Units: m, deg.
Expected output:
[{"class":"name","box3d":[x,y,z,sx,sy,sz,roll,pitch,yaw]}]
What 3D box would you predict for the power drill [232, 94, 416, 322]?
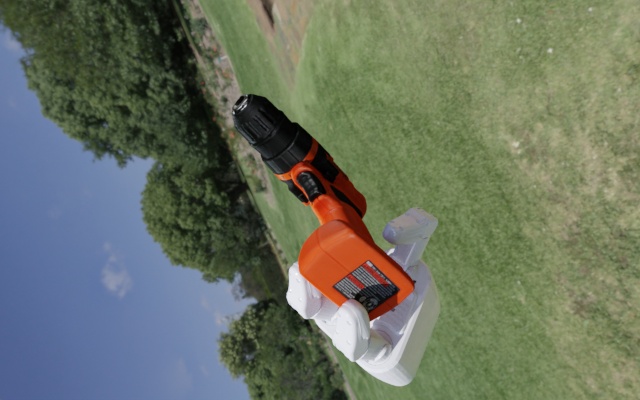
[{"class":"power drill","box3d":[0.000,0.002,0.418,0.184,0.057,0.187,42,16,-35]}]
